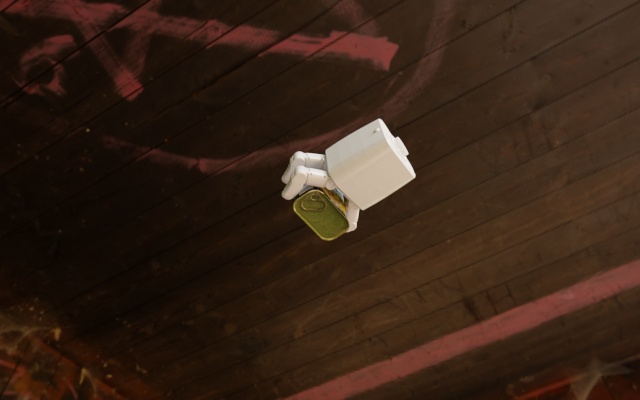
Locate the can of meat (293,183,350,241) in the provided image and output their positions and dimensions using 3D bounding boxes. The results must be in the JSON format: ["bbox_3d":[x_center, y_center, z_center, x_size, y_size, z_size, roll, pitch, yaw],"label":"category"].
[{"bbox_3d":[0.000,0.003,0.801,0.057,0.102,0.084,-33,30,18],"label":"can of meat"}]
